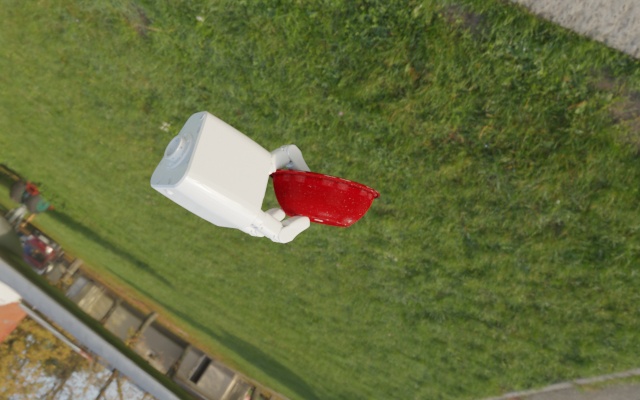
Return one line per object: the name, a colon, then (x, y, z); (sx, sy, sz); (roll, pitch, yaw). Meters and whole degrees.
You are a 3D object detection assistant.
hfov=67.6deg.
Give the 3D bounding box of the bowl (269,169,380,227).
bowl: (0.001, 0.003, 0.679); (0.162, 0.055, 0.162); (11, -7, 1)
